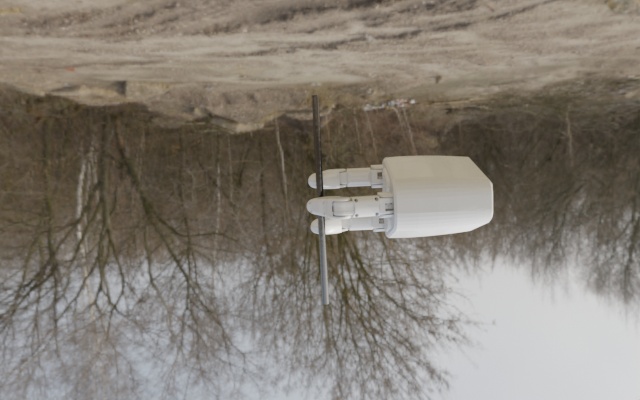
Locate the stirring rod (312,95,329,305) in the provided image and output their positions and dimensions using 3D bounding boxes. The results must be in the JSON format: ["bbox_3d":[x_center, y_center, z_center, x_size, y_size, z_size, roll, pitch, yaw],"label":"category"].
[{"bbox_3d":[0.000,0.002,0.548,0.011,0.239,0.011,-3,6,0],"label":"stirring rod"}]
